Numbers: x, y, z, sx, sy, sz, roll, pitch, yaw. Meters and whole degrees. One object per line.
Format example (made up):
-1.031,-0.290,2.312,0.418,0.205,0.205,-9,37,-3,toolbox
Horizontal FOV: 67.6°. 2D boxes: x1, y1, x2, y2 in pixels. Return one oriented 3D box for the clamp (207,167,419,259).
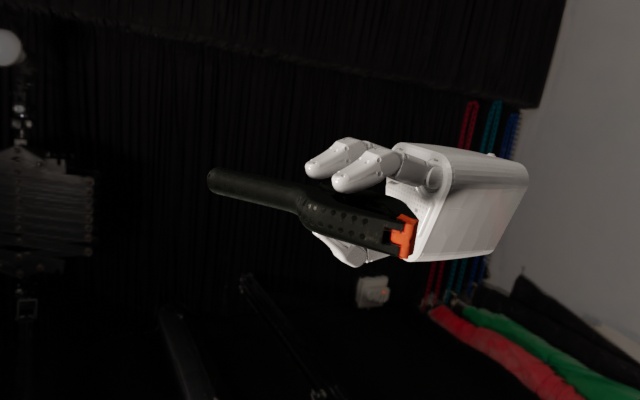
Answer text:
0.000,0.002,0.419,0.164,0.036,0.210,-1,16,-26,clamp
